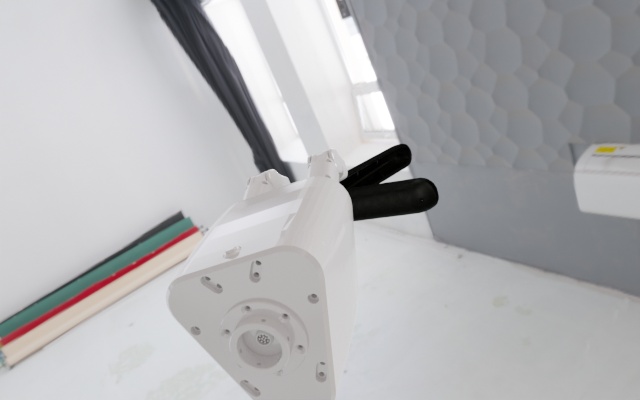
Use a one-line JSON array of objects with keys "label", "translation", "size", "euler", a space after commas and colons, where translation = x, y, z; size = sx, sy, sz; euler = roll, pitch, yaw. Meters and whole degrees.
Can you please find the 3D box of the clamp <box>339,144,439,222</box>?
[{"label": "clamp", "translation": [0.000, 0.002, 0.438], "size": [0.210, 0.036, 0.164], "euler": [-18, 14, 16]}]
